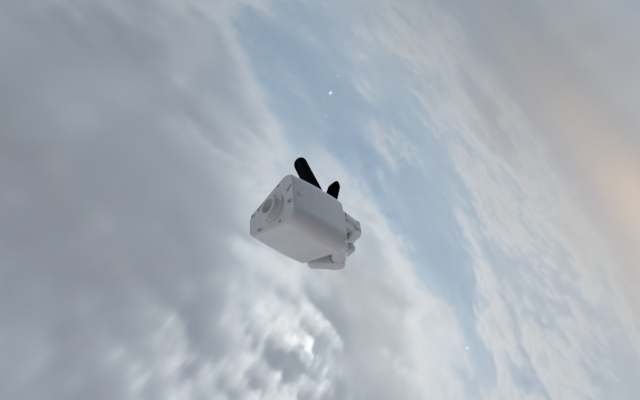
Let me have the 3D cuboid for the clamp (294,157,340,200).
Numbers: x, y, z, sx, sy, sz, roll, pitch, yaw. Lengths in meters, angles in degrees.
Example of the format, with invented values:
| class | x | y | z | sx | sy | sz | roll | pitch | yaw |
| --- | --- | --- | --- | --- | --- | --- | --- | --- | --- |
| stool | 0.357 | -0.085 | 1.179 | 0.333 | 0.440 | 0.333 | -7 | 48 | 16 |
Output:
| class | x | y | z | sx | sy | sz | roll | pitch | yaw |
| --- | --- | --- | --- | --- | --- | --- | --- | --- | --- |
| clamp | 0.000 | 0.003 | 0.834 | 0.120 | 0.171 | 0.039 | 32 | -56 | -34 |
